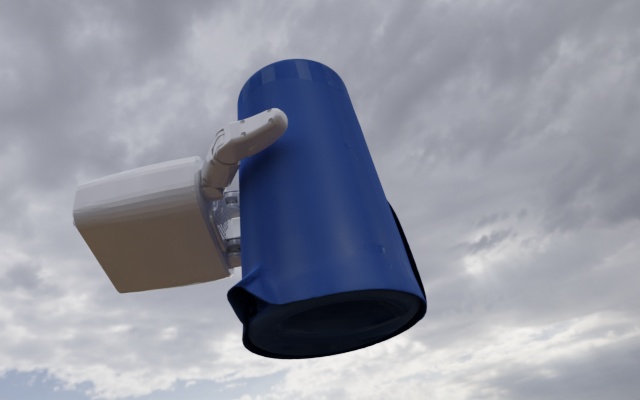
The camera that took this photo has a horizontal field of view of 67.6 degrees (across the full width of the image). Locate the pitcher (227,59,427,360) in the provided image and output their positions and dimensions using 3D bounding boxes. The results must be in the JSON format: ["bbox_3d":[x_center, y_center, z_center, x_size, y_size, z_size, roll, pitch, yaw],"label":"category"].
[{"bbox_3d":[0.000,0.001,0.408,0.145,0.242,0.149,-12,-33,2],"label":"pitcher"}]
